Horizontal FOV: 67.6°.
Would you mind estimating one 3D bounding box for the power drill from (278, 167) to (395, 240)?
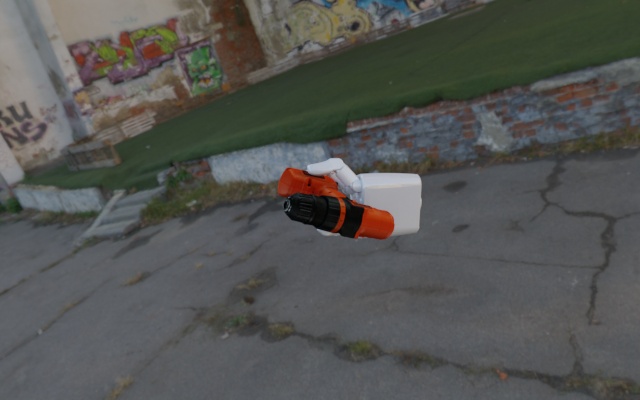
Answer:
[{"bbox_3d":[0.000,0.002,0.752,0.184,0.057,0.187,15,13,-31],"label":"power drill"}]
